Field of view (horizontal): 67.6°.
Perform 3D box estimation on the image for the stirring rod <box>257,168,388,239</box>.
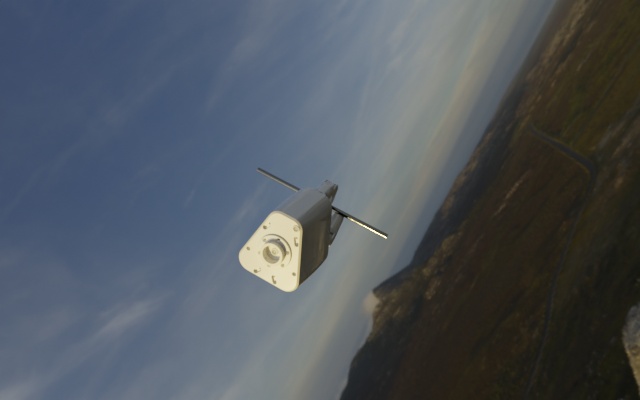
[{"bbox_3d":[0.000,0.003,0.774,0.239,0.011,0.011,27,6,11],"label":"stirring rod"}]
